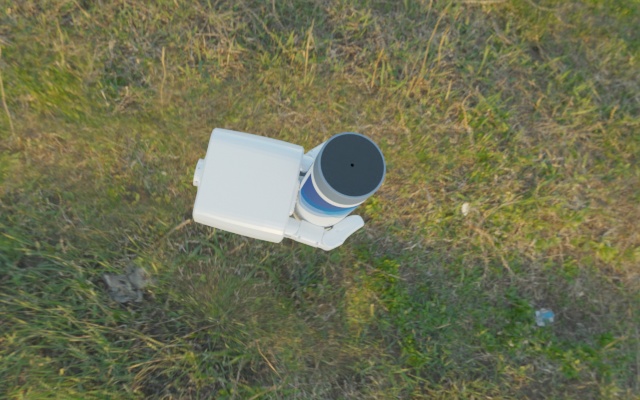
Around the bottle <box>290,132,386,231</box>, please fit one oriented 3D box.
[{"bbox_3d":[0.000,0.002,0.587,0.069,0.069,0.296,0,-14,-12],"label":"bottle"}]
